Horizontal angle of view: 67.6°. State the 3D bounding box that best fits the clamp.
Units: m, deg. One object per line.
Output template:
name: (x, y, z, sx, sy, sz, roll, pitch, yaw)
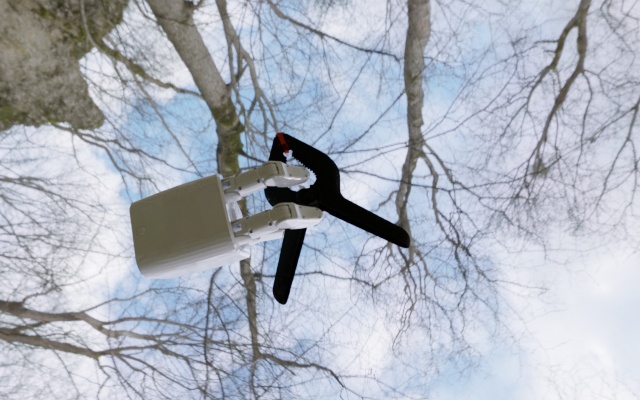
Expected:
clamp: (0.000, 0.002, 0.570, 0.164, 0.210, 0.036, -17, -26, -3)
